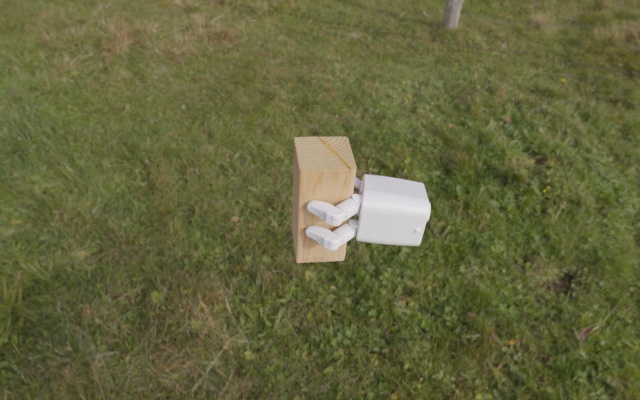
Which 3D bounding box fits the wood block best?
[{"bbox_3d":[0.000,0.002,0.810,0.090,0.206,0.090,-2,41,-7],"label":"wood block"}]
